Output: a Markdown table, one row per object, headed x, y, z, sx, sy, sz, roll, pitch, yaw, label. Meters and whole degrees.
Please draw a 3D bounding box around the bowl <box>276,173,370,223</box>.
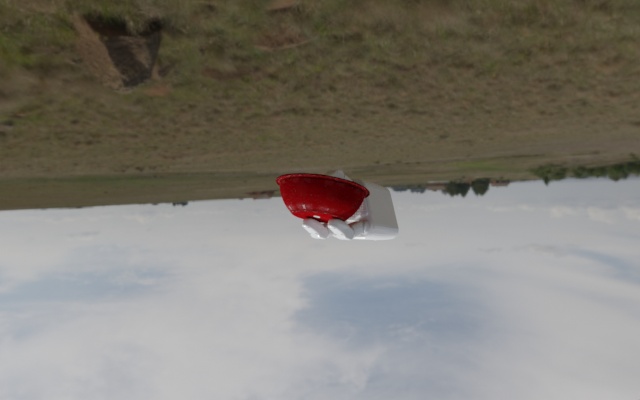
| x | y | z | sx | sy | sz | roll | pitch | yaw | label |
| --- | --- | --- | --- | --- | --- | --- | --- | --- | --- |
| -0.001 | 0.003 | 0.808 | 0.162 | 0.055 | 0.162 | 8 | -12 | 2 | bowl |
